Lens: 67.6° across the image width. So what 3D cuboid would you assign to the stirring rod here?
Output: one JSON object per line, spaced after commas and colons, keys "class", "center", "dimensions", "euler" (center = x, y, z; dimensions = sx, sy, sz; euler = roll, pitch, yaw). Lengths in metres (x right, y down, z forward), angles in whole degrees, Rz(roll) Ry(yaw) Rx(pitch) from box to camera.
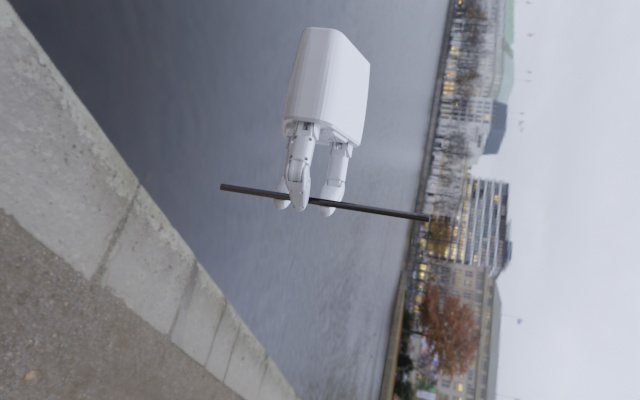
{"class": "stirring rod", "center": [0.000, 0.002, 0.536], "dimensions": [0.239, 0.011, 0.011], "euler": [9, 2, 12]}
